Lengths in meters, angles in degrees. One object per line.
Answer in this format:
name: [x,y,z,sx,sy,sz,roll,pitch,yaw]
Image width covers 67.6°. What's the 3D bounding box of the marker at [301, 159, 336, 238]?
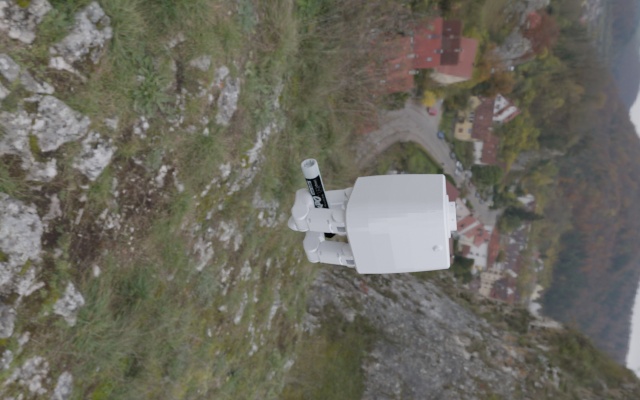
marker: [0.000,0.002,0.581,0.020,0.121,0.020,-10,41,9]
